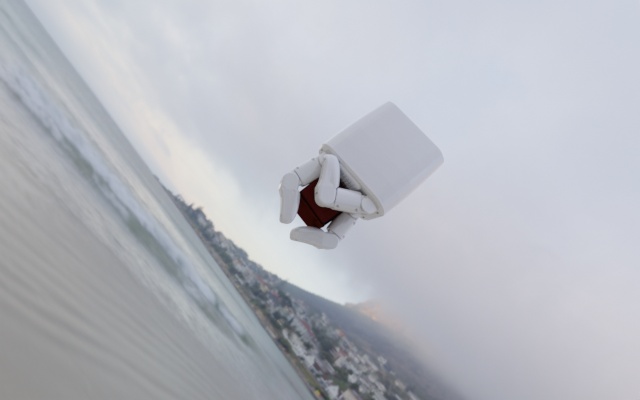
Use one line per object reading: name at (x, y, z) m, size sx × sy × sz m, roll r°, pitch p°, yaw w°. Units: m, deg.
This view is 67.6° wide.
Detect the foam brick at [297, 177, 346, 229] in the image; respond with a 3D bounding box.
foam brick at (0.000, 0.002, 0.601) m, size 0.051 × 0.053 × 0.078 m, roll -37°, pitch 2°, yaw -15°
